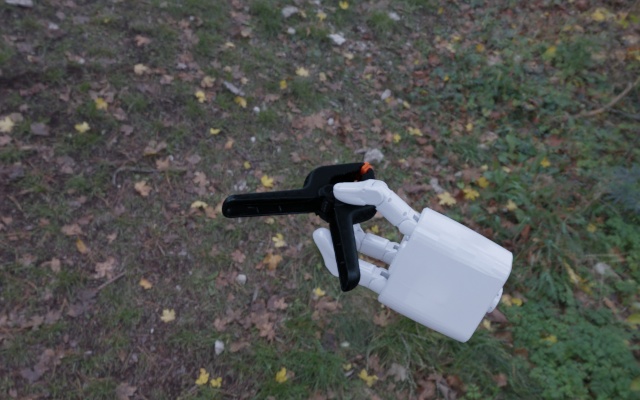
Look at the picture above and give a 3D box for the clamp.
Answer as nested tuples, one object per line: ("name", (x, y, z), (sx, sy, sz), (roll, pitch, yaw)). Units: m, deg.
("clamp", (0.001, 0.001, 0.551), (0.164, 0.036, 0.210), (27, 37, 10))
